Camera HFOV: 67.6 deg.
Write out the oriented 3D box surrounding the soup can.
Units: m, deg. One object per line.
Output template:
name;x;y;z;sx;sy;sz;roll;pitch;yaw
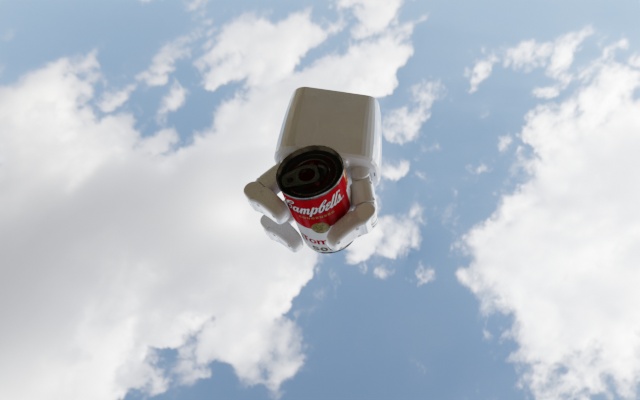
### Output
soup can;0.000;0.002;0.499;0.068;0.068;0.102;0;-37;16
